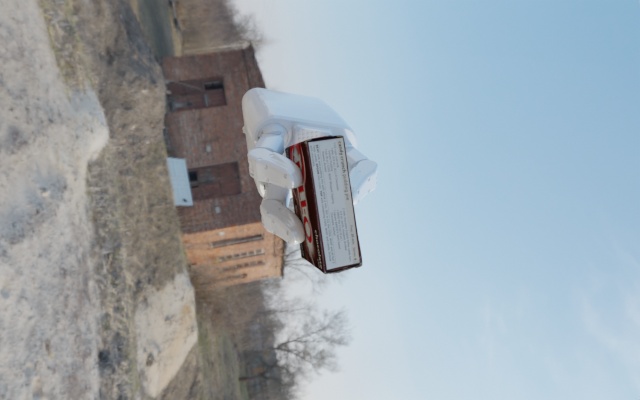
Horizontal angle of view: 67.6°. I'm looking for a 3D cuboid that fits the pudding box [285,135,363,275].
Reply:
[{"bbox_3d":[0.000,0.001,0.427,0.039,0.113,0.090,-12,5,-13],"label":"pudding box"}]
